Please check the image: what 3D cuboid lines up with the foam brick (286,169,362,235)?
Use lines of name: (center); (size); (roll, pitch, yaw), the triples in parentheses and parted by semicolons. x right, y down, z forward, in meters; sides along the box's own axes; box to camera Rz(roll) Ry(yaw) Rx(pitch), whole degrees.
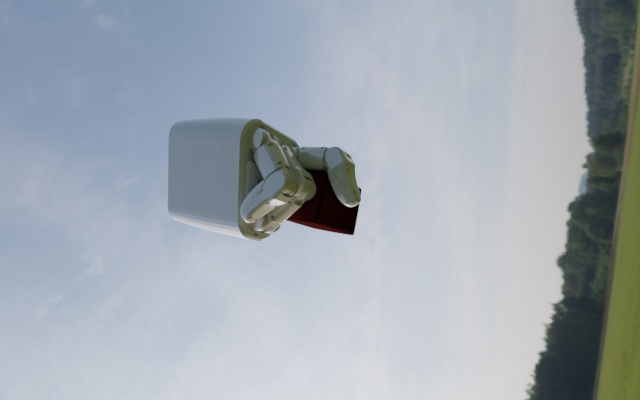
foam brick: (0.000, 0.002, 0.491); (0.051, 0.053, 0.078); (7, -9, 32)
